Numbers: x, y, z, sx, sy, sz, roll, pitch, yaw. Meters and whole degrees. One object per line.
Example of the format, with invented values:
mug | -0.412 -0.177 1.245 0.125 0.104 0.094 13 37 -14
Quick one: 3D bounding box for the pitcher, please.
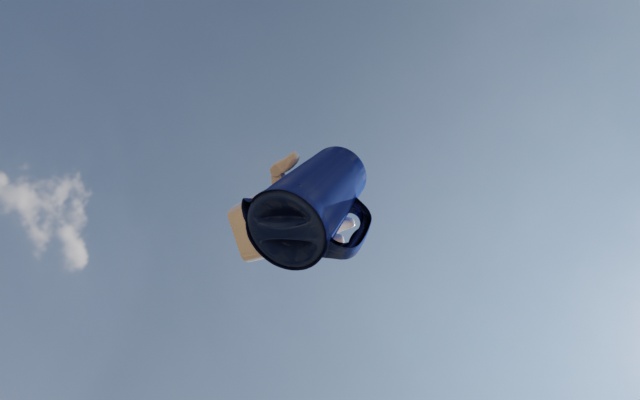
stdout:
pitcher | 0.000 0.003 0.781 0.145 0.149 0.242 -21 14 32
